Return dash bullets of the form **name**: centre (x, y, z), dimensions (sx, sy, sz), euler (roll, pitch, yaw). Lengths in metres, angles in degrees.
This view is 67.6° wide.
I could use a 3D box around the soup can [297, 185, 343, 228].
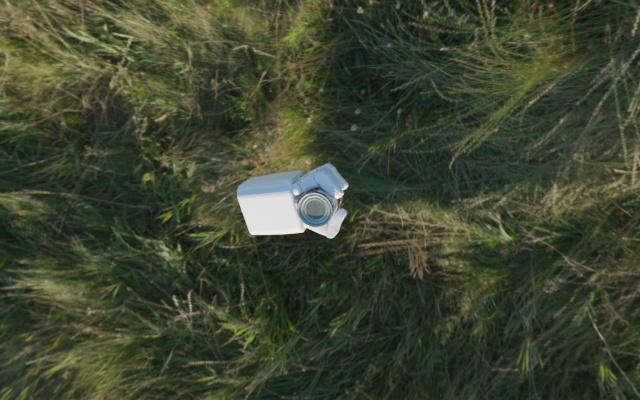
- **soup can**: centre (0.001, 0.003, 0.883), dimensions (0.068, 0.068, 0.102), euler (0, 16, 12)
